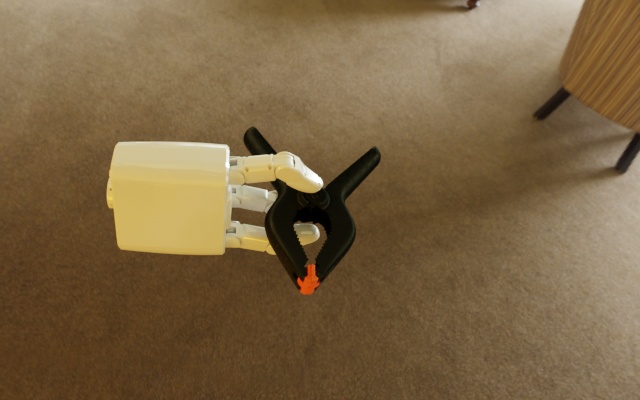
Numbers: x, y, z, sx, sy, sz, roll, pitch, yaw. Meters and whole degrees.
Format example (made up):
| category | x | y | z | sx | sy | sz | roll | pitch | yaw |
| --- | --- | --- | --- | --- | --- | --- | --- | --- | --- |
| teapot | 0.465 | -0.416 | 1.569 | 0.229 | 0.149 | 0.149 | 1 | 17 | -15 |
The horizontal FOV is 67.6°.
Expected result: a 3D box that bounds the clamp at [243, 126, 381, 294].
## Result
| category | x | y | z | sx | sy | sz | roll | pitch | yaw |
| --- | --- | --- | --- | --- | --- | --- | --- | --- | --- |
| clamp | 0.000 | 0.002 | 0.516 | 0.164 | 0.209 | 0.036 | 2 | -39 | -12 |
